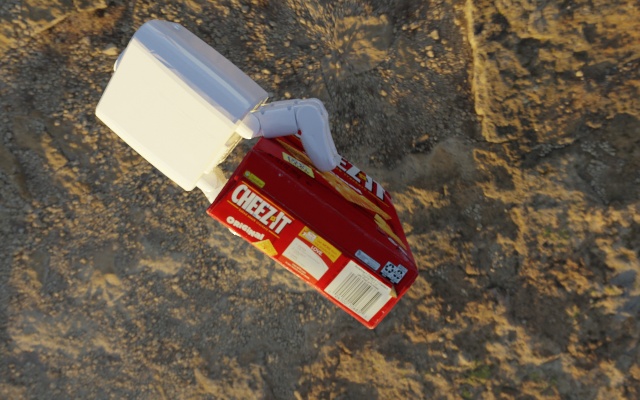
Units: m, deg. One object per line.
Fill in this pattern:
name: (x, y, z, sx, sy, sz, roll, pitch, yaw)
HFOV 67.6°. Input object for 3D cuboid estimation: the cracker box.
cracker box: (0.000, 0.002, 0.460, 0.164, 0.072, 0.213, 36, 15, -9)
